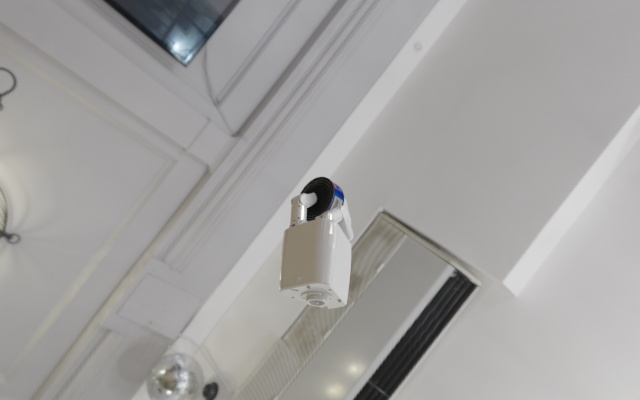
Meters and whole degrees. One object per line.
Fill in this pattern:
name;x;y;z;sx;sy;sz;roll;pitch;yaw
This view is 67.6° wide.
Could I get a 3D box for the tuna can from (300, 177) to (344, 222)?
tuna can;0.001;0.003;0.852;0.086;0.086;0.034;0;-24;44
